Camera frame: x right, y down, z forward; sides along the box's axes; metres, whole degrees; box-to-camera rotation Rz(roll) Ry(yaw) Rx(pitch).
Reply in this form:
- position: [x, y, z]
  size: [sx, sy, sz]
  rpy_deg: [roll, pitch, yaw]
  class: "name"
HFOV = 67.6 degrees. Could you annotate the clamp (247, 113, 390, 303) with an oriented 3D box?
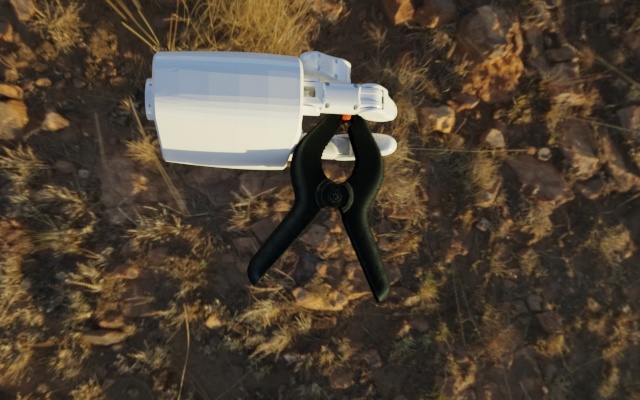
- position: [0.000, 0.001, 0.400]
  size: [0.120, 0.171, 0.039]
  rpy_deg: [1, -2, -12]
  class: "clamp"
